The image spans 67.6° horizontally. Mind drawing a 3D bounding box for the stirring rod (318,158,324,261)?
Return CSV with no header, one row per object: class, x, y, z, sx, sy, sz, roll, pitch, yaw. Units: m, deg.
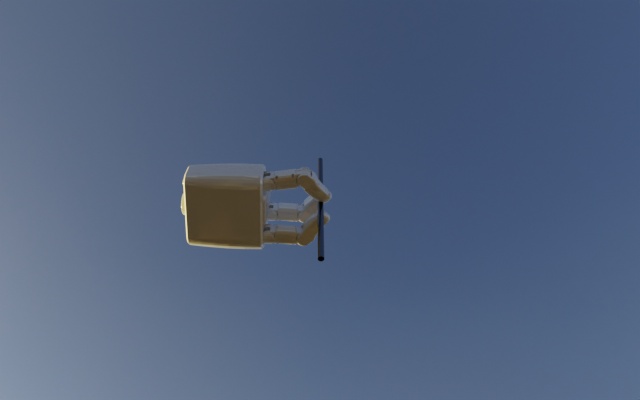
stirring rod,0.000,0.002,0.668,0.011,0.011,0.239,0,34,0
